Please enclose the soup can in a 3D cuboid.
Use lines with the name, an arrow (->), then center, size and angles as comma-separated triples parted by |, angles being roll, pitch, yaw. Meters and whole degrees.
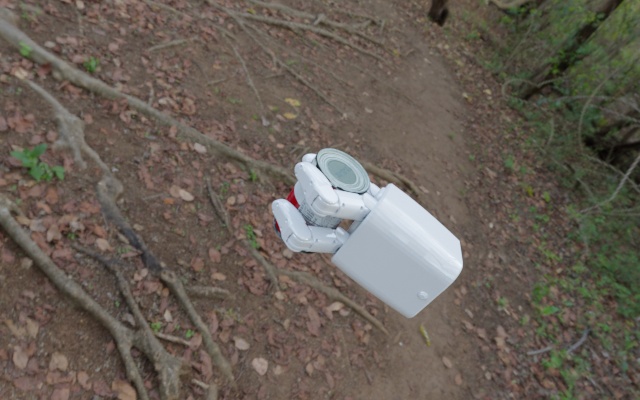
soup can -> 0.000, 0.001, 0.525 | 0.068, 0.068, 0.102 | 0, -41, -40
